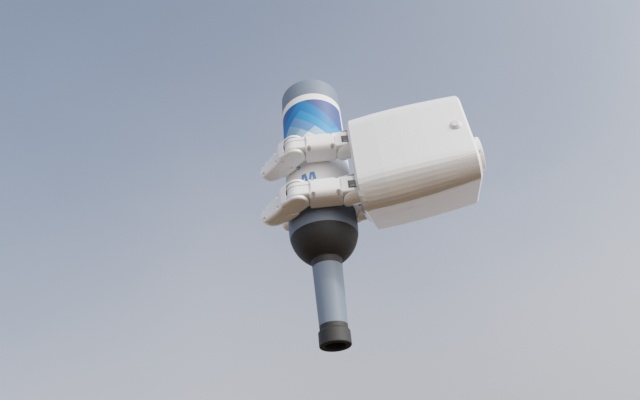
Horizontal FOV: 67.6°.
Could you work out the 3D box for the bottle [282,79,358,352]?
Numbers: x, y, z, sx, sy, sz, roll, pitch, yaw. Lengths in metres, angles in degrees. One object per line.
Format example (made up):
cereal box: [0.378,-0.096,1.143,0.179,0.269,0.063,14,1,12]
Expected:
bottle: [0.000,0.001,0.478,0.069,0.295,0.069,-4,-36,-3]
